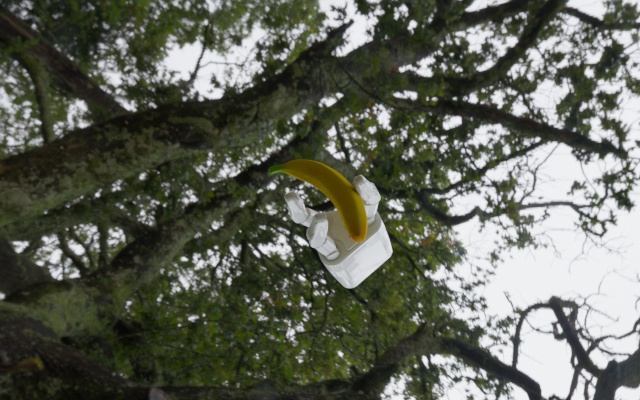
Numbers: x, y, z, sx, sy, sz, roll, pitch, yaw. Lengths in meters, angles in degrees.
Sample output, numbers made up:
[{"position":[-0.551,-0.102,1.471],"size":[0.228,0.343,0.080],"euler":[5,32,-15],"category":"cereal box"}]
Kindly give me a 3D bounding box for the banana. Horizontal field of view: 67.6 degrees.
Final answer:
[{"position":[0.011,-0.012,0.693],"size":[0.197,0.069,0.037],"euler":[37,-18,34],"category":"banana"}]
